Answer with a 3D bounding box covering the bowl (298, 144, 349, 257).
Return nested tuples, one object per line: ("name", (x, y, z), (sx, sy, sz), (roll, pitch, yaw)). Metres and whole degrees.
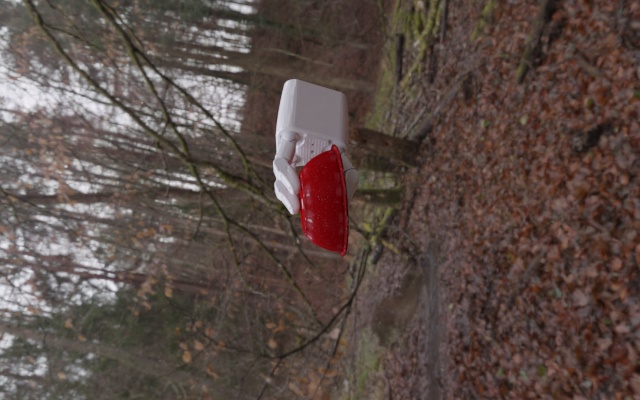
("bowl", (0.000, 0.003, 0.680), (0.055, 0.162, 0.162), (-5, 0, -6))
